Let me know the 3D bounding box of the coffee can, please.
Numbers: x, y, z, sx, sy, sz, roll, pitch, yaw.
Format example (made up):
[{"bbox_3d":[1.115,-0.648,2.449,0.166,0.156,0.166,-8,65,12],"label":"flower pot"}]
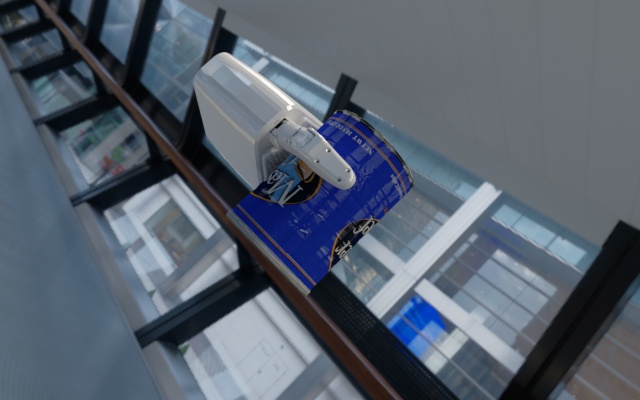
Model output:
[{"bbox_3d":[0.000,0.002,0.439,0.140,0.103,0.103,-44,7,-8],"label":"coffee can"}]
